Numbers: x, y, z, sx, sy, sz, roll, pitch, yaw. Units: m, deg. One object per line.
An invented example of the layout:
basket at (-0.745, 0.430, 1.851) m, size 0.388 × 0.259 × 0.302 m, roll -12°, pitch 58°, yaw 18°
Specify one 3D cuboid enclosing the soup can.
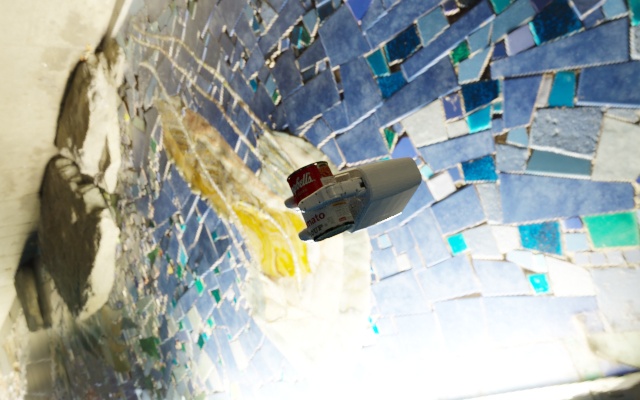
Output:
soup can at (0.000, 0.003, 0.701) m, size 0.068 × 0.102 × 0.068 m, roll -23°, pitch -13°, yaw -5°
